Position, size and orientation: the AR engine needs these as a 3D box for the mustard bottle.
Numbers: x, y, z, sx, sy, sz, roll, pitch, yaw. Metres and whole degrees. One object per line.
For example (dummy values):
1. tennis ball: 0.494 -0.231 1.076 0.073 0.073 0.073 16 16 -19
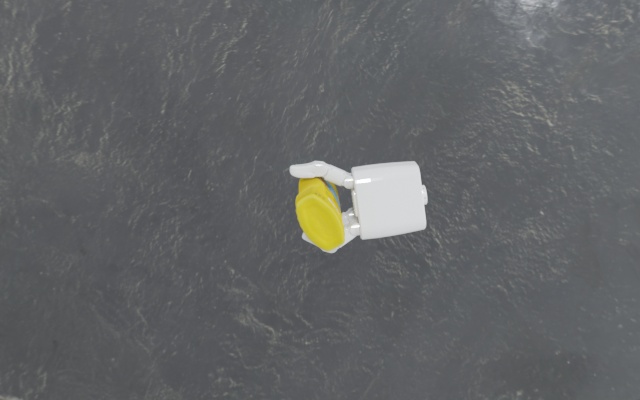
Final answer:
1. mustard bottle: 0.000 0.003 0.785 0.058 0.096 0.191 -31 17 11
